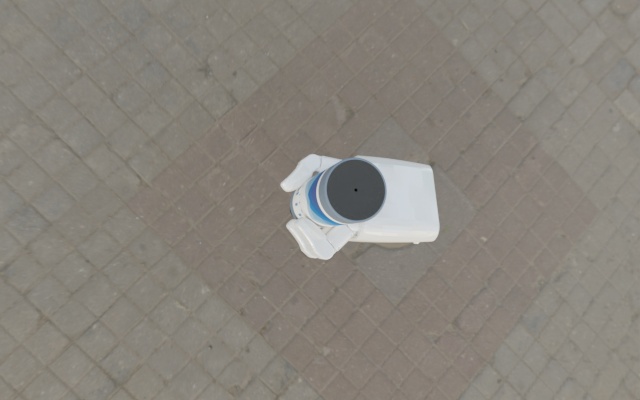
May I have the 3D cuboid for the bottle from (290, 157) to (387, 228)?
[{"bbox_3d":[0.000,0.002,0.620,0.069,0.069,0.296,0,-5,-14],"label":"bottle"}]
